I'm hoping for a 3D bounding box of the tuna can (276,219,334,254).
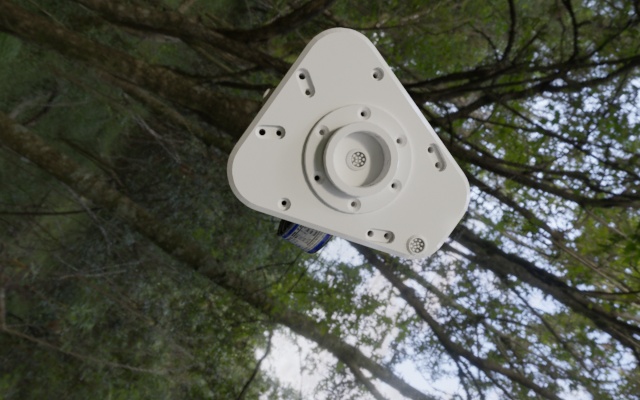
[{"bbox_3d":[0.001,0.002,0.402,0.034,0.086,0.086,33,-7,-11],"label":"tuna can"}]
